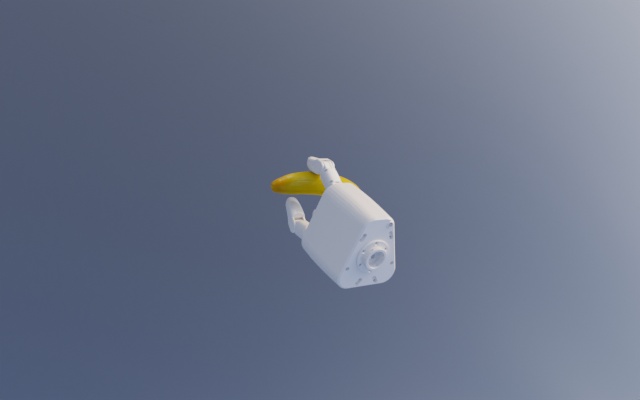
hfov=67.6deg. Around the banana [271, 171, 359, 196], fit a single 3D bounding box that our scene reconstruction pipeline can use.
[{"bbox_3d":[0.013,-0.012,0.771,0.198,0.069,0.037,24,16,-39],"label":"banana"}]
